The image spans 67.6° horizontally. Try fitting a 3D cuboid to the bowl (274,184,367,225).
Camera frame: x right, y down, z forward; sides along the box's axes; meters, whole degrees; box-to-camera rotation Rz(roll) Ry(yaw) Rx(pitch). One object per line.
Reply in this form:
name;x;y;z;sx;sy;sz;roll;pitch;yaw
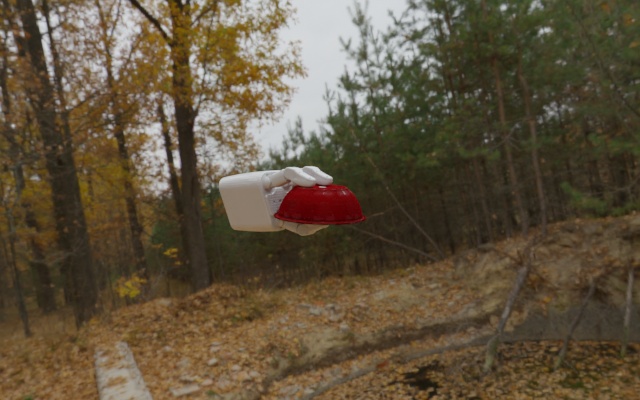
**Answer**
bowl;0.001;0.002;0.828;0.162;0.055;0.162;2;7;0
